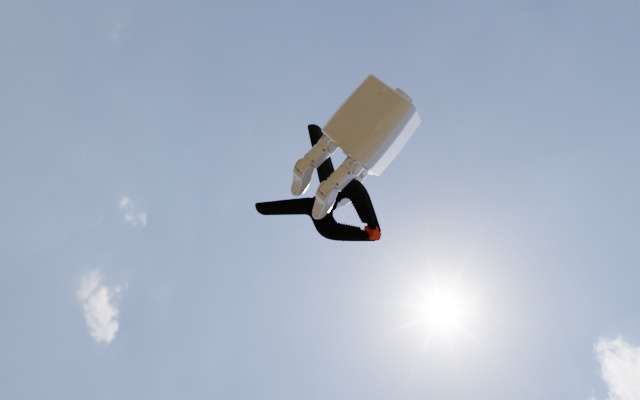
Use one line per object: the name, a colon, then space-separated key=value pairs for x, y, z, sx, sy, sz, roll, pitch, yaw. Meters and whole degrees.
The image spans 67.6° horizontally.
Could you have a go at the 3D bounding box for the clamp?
clamp: x=0.001 y=0.003 z=0.707 sx=0.210 sy=0.164 sz=0.036 roll=45 pitch=11 yaw=31
